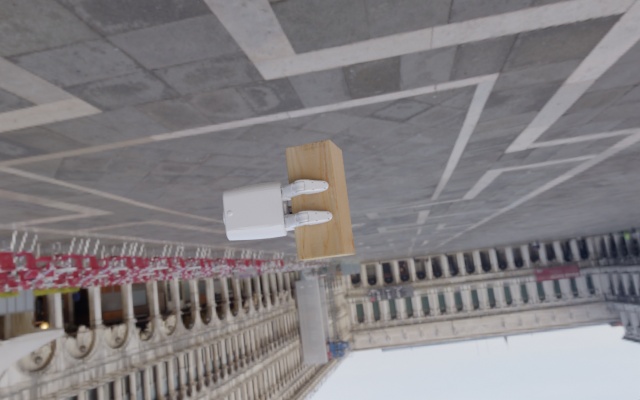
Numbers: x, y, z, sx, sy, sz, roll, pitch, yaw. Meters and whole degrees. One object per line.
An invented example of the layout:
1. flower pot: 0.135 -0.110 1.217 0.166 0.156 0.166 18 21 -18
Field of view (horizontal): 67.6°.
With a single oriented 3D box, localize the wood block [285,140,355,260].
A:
1. wood block: 0.000 0.003 0.890 0.090 0.206 0.091 -9 -9 15
